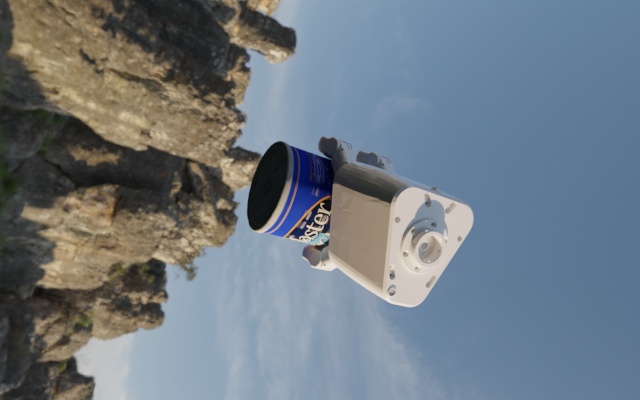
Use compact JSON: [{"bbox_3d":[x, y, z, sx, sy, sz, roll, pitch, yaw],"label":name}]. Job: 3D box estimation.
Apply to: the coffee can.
[{"bbox_3d":[0.000,0.002,0.551,0.140,0.103,0.103,17,-8,-27],"label":"coffee can"}]
